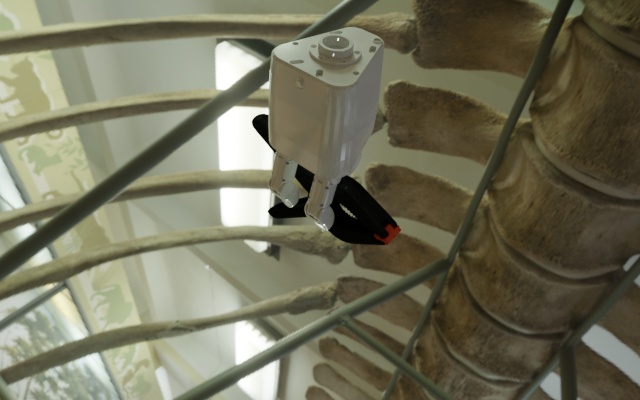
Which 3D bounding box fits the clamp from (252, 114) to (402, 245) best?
[{"bbox_3d":[0.001,0.002,0.581,0.210,0.165,0.036,33,55,24],"label":"clamp"}]
